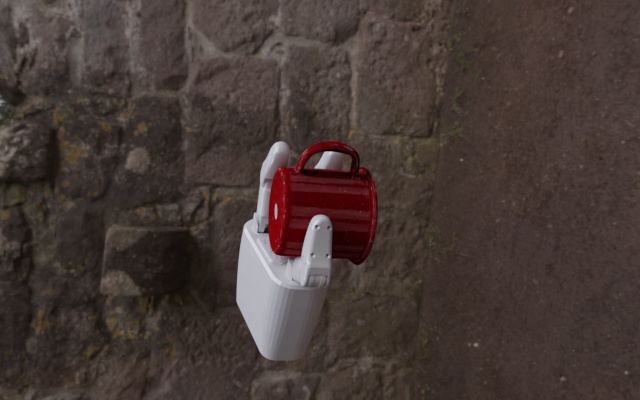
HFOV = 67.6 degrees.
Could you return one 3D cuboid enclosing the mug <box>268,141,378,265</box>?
[{"bbox_3d":[0.000,0.000,0.434,0.081,0.117,0.093,4,31,-16],"label":"mug"}]
